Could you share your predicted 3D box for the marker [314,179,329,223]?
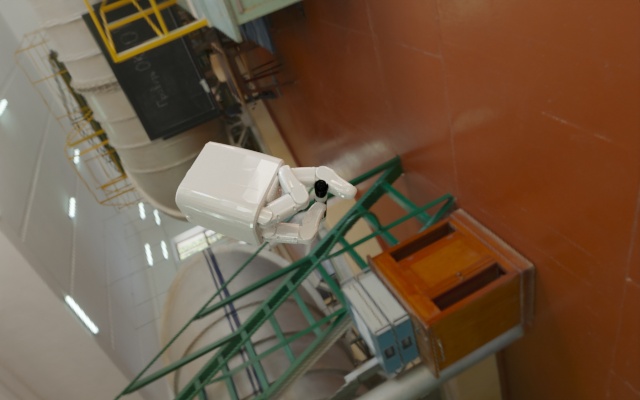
[{"bbox_3d":[0.000,0.002,0.665,0.020,0.020,0.121,0,-22,-1],"label":"marker"}]
